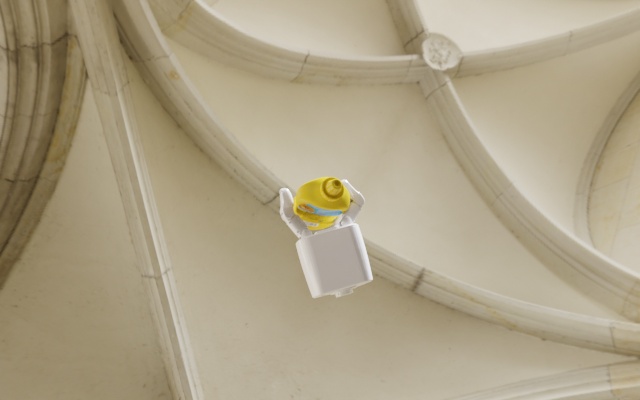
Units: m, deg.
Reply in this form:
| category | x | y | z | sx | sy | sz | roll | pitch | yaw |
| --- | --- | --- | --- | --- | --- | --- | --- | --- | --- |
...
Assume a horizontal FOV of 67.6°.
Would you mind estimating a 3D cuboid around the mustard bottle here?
| category | x | y | z | sx | sy | sz | roll | pitch | yaw |
| --- | --- | --- | --- | --- | --- | --- | --- | --- | --- |
| mustard bottle | 0.000 | 0.003 | 0.870 | 0.096 | 0.058 | 0.192 | 13 | -21 | -13 |
